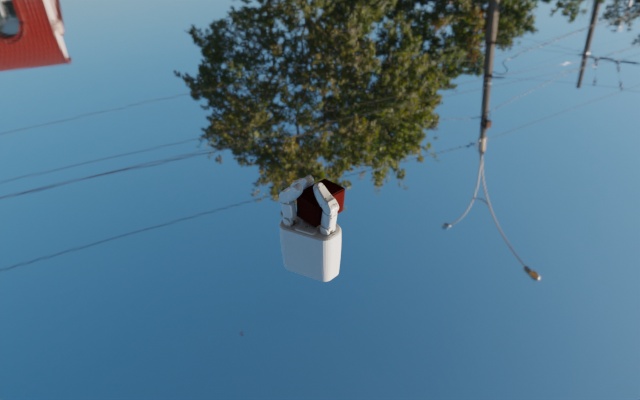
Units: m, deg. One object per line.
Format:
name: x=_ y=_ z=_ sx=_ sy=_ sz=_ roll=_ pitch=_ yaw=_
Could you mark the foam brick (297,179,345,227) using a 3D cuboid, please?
foam brick: x=0.000 y=0.003 z=0.888 sx=0.053 sy=0.051 sz=0.078 roll=29 pitch=43 yaw=35
